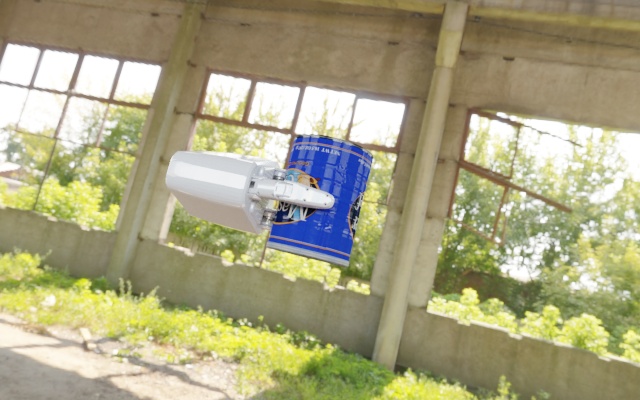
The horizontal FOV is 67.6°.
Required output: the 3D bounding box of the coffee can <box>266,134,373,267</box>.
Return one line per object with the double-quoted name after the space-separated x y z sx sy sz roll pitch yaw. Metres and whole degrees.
0.000 0.002 0.588 0.103 0.140 0.103 14 -8 2 "coffee can"
